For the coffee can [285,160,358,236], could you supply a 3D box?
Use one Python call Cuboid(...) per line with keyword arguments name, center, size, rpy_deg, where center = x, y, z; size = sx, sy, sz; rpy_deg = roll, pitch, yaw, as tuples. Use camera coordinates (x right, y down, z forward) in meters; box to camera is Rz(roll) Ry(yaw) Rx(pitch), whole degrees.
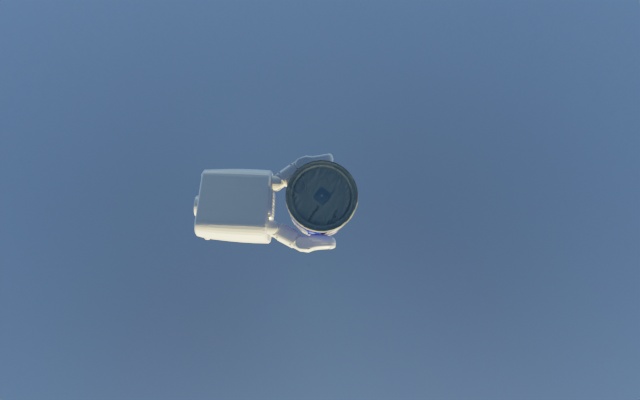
Cuboid(name="coffee can", center=(0.000, 0.002, 0.737), size=(0.103, 0.103, 0.140), rpy_deg=(0, -8, -1))
